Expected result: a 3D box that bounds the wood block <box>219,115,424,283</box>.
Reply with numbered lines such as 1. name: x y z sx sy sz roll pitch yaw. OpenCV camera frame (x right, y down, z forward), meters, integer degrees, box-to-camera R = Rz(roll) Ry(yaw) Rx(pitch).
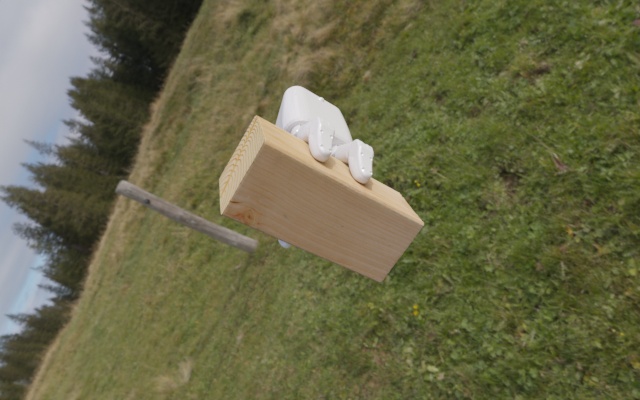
1. wood block: 0.000 0.002 0.539 0.206 0.091 0.090 26 18 -24
